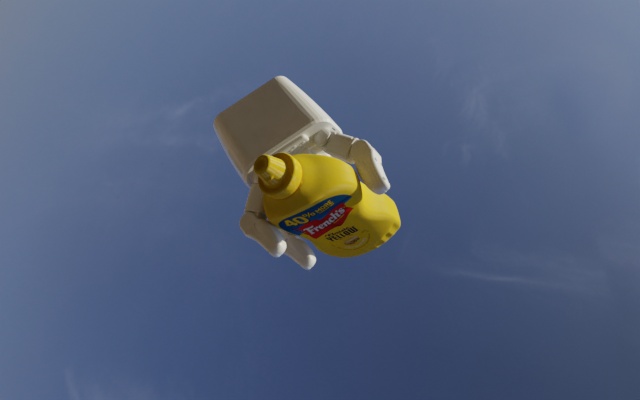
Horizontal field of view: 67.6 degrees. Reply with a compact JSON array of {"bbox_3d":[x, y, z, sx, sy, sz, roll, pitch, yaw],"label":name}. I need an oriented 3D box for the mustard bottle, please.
[{"bbox_3d":[0.000,0.002,0.474,0.096,0.058,0.192,-24,-32,23],"label":"mustard bottle"}]
